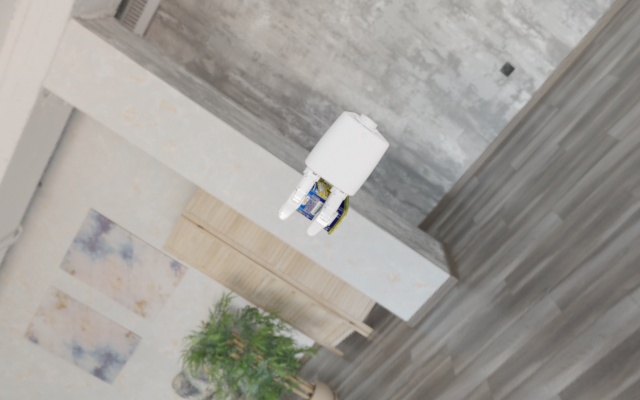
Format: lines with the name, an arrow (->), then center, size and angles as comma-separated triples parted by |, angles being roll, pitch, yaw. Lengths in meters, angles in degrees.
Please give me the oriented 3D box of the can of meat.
can of meat -> 0.000, 0.003, 0.843 | 0.084, 0.057, 0.102 | 34, 20, -9
